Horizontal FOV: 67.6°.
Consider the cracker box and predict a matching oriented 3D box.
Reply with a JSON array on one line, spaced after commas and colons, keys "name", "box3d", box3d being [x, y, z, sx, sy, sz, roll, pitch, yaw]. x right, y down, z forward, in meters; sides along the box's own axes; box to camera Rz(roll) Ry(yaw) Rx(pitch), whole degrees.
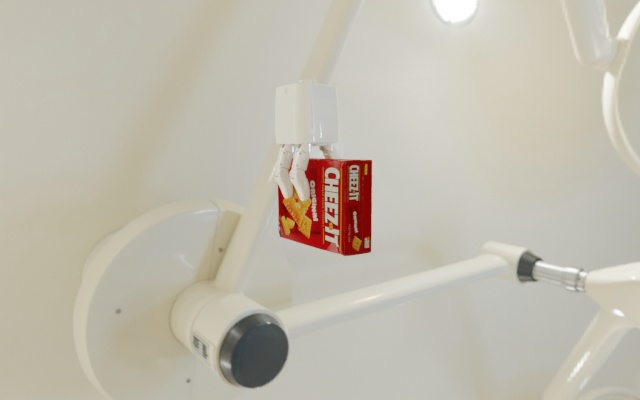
[{"name": "cracker box", "box3d": [0.000, 0.003, 0.890, 0.072, 0.164, 0.213, -6, 9, -36]}]
